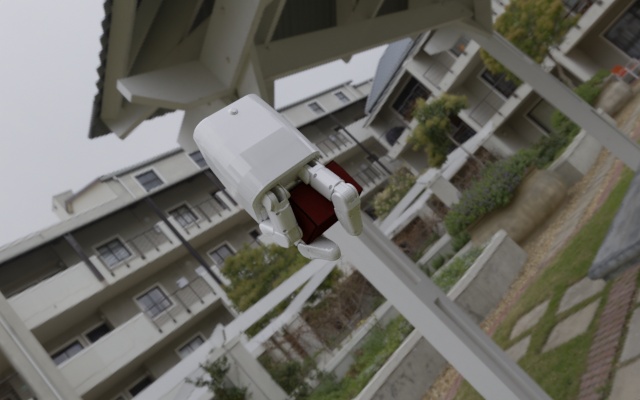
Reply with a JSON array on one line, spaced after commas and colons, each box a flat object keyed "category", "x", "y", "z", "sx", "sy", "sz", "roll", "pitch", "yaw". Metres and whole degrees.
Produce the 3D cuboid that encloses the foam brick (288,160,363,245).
[{"category": "foam brick", "x": 0.000, "y": 0.002, "z": 0.543, "sx": 0.078, "sy": 0.051, "sz": 0.053, "roll": -37, "pitch": -14, "yaw": -30}]
